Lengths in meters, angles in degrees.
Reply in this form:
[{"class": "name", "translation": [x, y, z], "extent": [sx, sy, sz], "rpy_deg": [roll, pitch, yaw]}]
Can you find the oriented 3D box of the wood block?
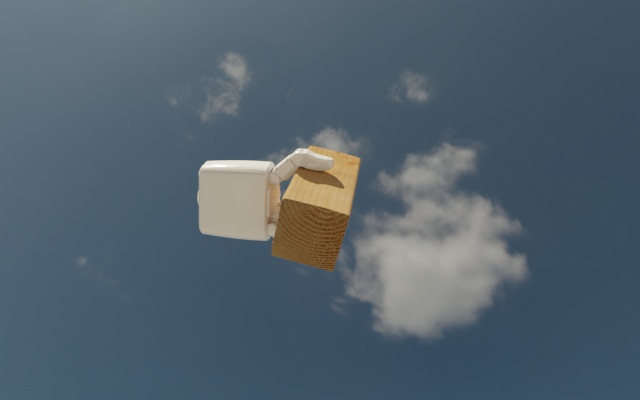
[{"class": "wood block", "translation": [0.000, 0.002, 0.705], "extent": [0.090, 0.091, 0.206], "rpy_deg": [15, 27, 2]}]
